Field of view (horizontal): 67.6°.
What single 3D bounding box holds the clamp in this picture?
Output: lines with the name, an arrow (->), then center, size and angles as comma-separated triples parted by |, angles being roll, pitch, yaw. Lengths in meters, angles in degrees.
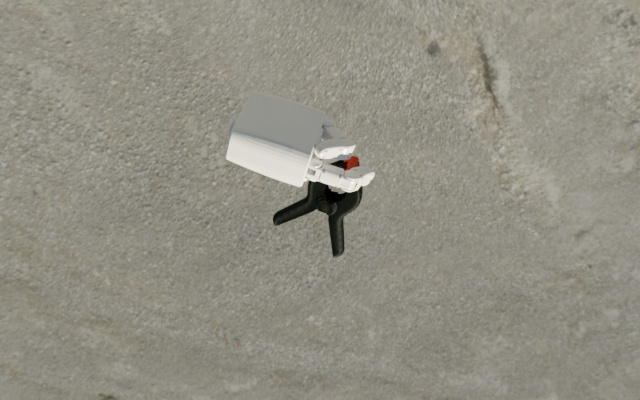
clamp -> 0.000, 0.003, 0.698 | 0.120, 0.172, 0.039 | 18, 33, -3
